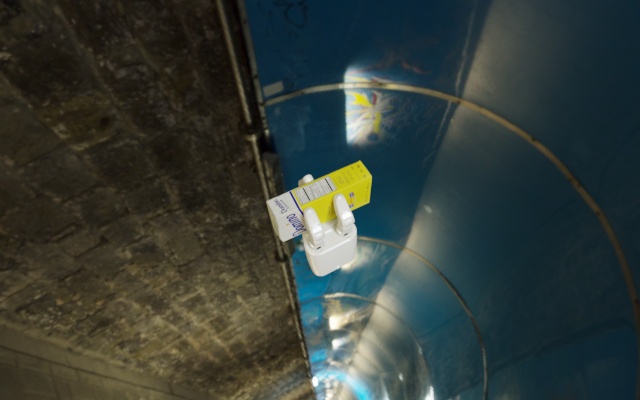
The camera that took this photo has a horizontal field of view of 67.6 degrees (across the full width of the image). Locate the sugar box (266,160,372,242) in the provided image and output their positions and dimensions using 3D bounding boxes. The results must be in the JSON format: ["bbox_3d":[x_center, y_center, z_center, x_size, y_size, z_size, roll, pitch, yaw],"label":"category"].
[{"bbox_3d":[0.000,0.003,0.818,0.176,0.048,0.093,-27,-28,-11],"label":"sugar box"}]
